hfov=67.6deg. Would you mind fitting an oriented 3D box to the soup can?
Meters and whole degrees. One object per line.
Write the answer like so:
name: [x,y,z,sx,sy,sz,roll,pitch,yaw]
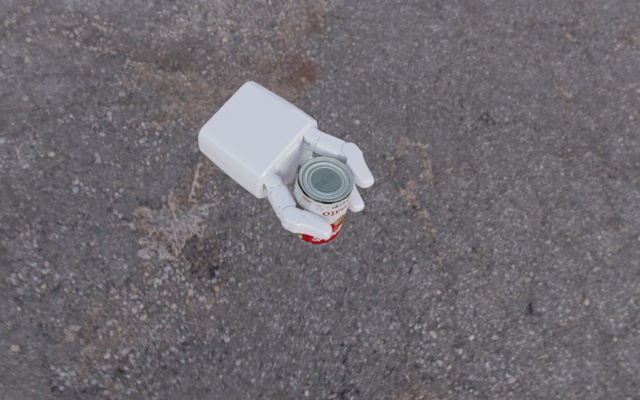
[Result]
soup can: [0.000,0.002,0.588,0.068,0.068,0.102,0,-33,-9]
